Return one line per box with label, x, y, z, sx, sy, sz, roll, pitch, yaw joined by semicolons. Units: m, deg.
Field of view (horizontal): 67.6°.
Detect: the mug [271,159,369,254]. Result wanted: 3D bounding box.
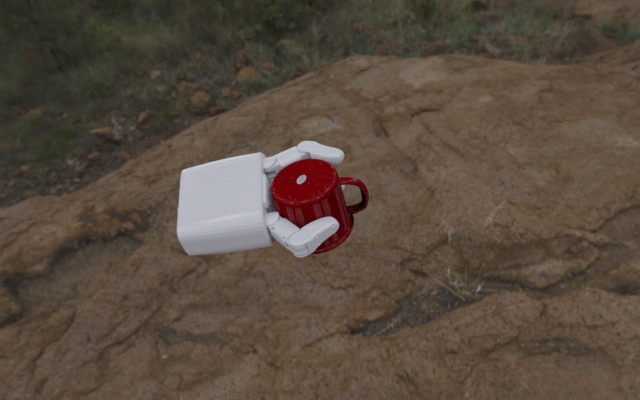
mug;0.001;0.002;0.577;0.117;0.082;0.093;-11;43;6
